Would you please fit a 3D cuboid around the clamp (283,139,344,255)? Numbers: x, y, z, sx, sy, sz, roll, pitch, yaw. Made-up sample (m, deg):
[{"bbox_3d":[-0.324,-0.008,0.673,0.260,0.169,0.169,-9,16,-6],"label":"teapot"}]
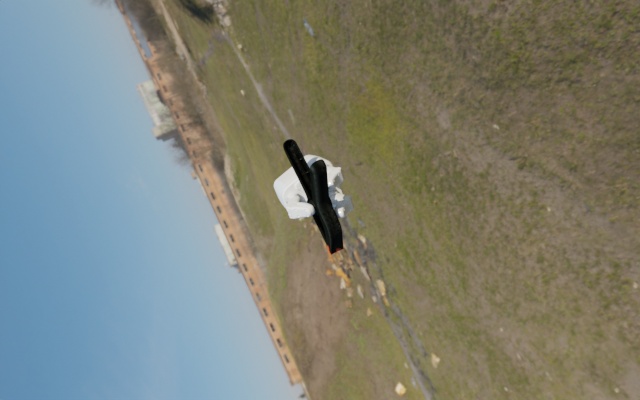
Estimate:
[{"bbox_3d":[0.000,0.003,0.800,0.036,0.210,0.164,-24,19,-11],"label":"clamp"}]
